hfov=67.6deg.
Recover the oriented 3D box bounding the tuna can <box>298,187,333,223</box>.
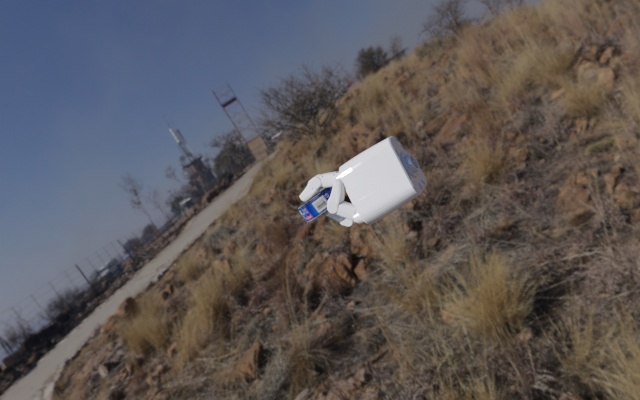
[{"bbox_3d":[0.000,0.003,0.893,0.086,0.034,0.086,-37,4,3],"label":"tuna can"}]
